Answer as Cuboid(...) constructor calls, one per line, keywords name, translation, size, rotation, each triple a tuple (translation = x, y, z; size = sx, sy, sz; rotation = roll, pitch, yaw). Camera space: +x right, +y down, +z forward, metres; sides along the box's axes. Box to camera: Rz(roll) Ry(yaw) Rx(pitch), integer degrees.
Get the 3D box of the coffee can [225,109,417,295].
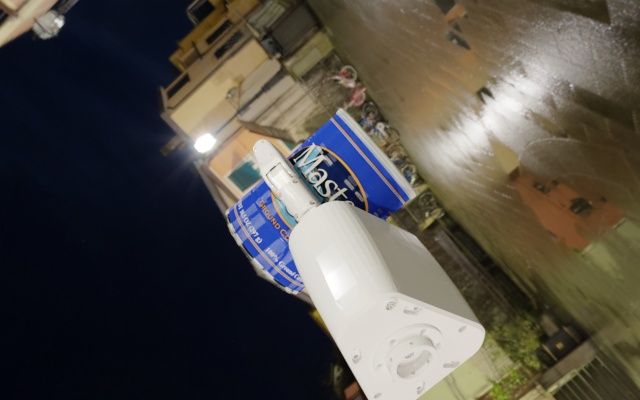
Cuboid(name="coffee can", translation=(0.000, 0.001, 0.434), size=(0.140, 0.103, 0.103), rotation=(-41, -6, 7))
